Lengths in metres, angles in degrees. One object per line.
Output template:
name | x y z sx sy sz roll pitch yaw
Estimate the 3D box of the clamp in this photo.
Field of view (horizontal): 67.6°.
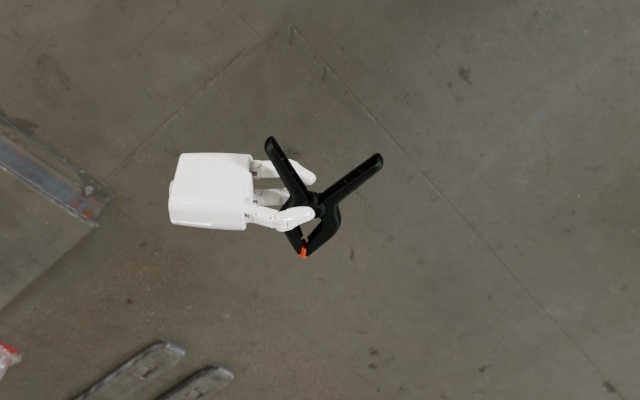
clamp | 0.000 0.003 0.706 0.164 0.210 0.036 4 38 -1
